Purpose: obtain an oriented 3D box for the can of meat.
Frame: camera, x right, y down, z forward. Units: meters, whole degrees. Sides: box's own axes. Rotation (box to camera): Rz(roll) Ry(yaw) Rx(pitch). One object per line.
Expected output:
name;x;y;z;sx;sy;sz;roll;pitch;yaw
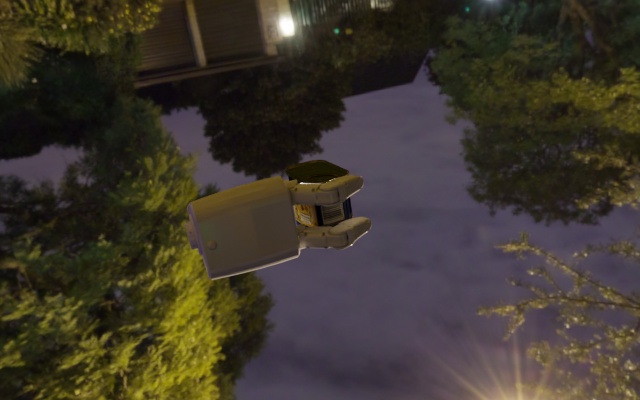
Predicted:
can of meat;0.000;0.002;0.596;0.057;0.084;0.102;-16;20;-19
